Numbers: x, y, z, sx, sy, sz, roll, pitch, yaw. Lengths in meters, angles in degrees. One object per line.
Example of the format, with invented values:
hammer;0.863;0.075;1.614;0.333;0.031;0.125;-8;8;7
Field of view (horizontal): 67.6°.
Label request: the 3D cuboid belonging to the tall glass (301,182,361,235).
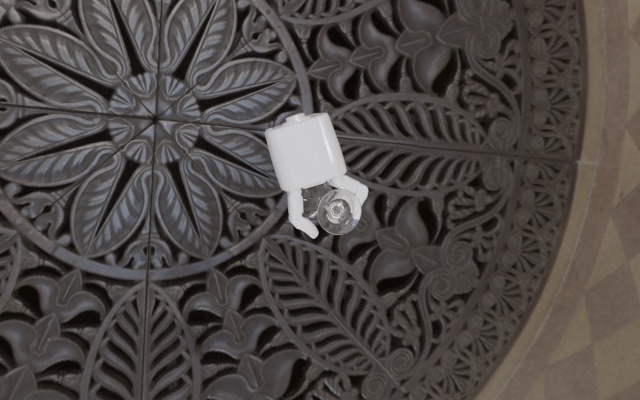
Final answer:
tall glass;0.000;0.003;0.848;0.079;0.079;0.201;0;9;-18
